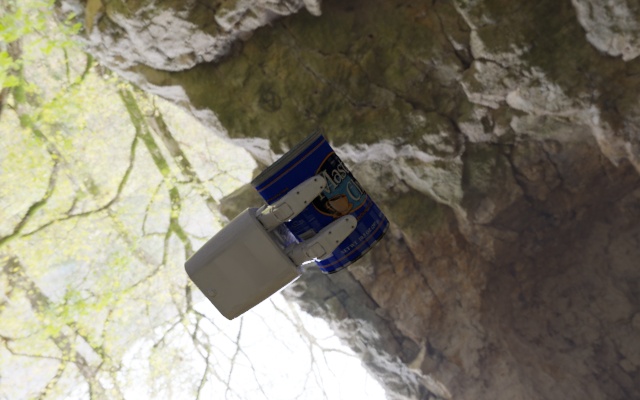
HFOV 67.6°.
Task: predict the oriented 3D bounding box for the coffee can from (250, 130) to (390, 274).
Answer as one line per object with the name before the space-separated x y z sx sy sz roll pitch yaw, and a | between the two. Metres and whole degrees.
coffee can | 0.000 0.002 0.570 0.103 0.140 0.103 -37 9 7
